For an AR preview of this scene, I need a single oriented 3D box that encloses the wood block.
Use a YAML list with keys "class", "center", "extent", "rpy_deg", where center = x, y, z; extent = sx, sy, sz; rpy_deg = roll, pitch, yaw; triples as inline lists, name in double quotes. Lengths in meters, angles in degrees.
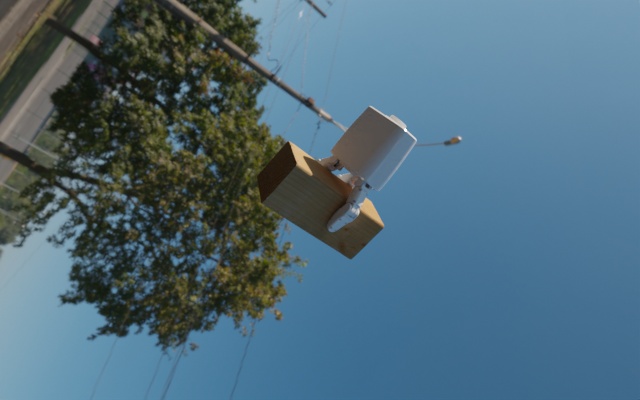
- class: "wood block"
  center: [0.001, 0.003, 0.826]
  extent: [0.206, 0.090, 0.090]
  rpy_deg: [34, 19, -29]
